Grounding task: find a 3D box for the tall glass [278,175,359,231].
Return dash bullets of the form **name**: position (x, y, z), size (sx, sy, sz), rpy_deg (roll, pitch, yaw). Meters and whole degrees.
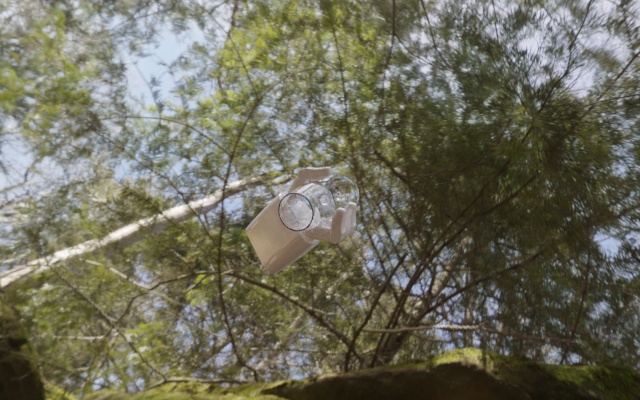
- **tall glass**: position (0.000, 0.002, 0.834), size (0.079, 0.079, 0.201), rpy_deg (0, 9, 23)
